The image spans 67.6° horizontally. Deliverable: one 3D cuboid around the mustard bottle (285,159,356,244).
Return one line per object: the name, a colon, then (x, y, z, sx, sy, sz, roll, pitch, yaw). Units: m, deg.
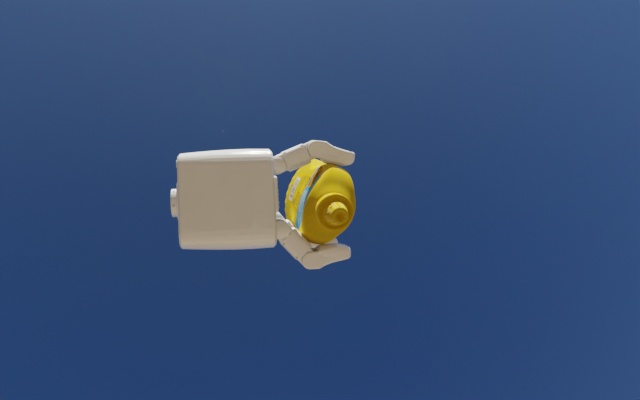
mustard bottle: (0.000, 0.002, 0.584, 0.058, 0.096, 0.191, 22, 3, -14)
